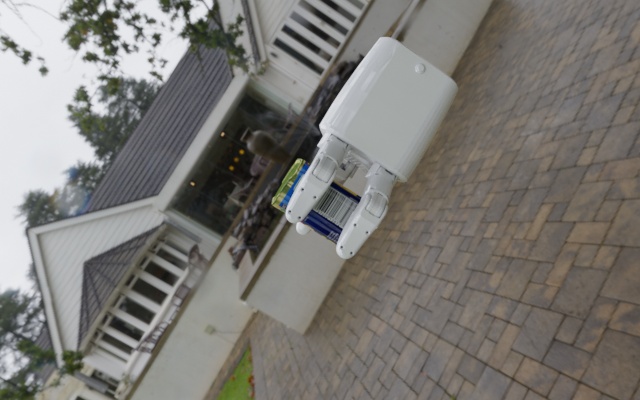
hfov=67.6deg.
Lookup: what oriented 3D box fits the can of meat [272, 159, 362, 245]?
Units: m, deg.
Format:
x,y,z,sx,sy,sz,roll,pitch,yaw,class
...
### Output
x,y,z,sx,sy,sz,roll,pitch,yaw,class
0.000,0.001,0.478,0.084,0.057,0.102,33,1,-7,can of meat
